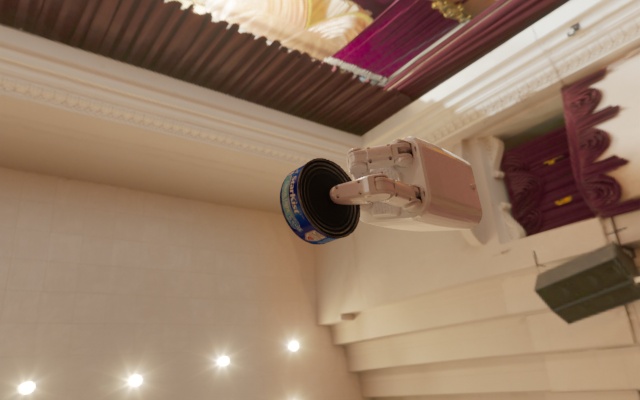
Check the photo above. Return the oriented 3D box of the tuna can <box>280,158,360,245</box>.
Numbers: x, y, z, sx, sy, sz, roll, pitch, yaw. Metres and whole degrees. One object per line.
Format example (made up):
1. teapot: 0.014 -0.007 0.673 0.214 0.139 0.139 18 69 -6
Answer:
1. tuna can: 0.000 0.002 0.496 0.086 0.086 0.034 0 -18 -44
